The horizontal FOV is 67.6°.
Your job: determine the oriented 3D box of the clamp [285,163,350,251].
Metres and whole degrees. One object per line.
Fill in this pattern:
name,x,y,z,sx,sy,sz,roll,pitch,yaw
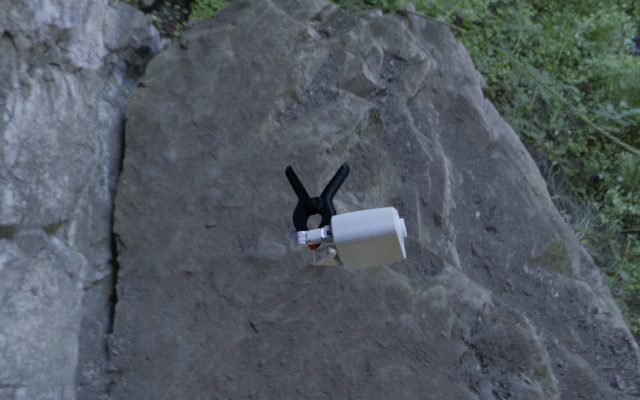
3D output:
clamp,0.000,0.003,0.864,0.120,0.171,0.039,-12,-23,12
